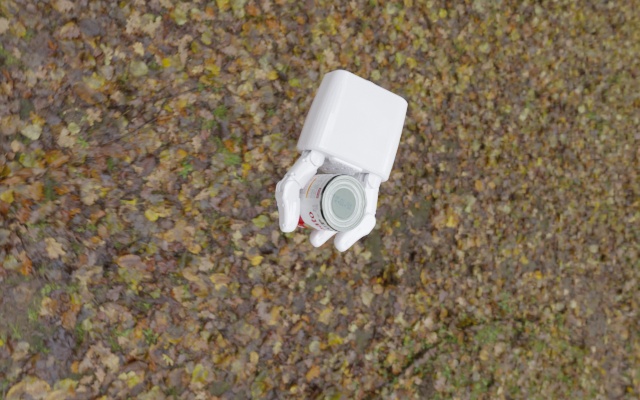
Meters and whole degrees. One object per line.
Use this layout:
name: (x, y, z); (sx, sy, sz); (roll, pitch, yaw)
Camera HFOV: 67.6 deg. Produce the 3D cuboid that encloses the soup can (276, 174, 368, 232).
soup can: (0.000, 0.002, 0.578); (0.068, 0.068, 0.102); (0, 2, -34)
